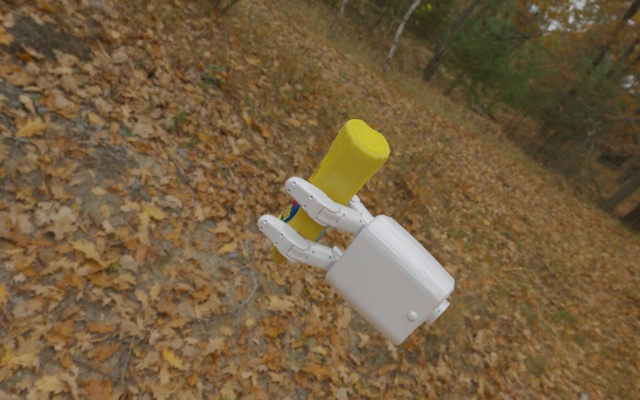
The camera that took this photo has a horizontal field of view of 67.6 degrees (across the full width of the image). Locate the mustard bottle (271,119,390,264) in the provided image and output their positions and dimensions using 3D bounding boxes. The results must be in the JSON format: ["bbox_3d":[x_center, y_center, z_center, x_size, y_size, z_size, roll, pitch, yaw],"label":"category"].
[{"bbox_3d":[0.000,0.001,0.543,0.058,0.192,0.096,34,24,-7],"label":"mustard bottle"}]
